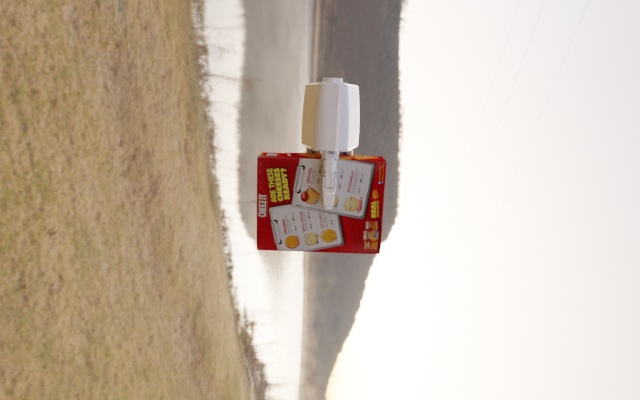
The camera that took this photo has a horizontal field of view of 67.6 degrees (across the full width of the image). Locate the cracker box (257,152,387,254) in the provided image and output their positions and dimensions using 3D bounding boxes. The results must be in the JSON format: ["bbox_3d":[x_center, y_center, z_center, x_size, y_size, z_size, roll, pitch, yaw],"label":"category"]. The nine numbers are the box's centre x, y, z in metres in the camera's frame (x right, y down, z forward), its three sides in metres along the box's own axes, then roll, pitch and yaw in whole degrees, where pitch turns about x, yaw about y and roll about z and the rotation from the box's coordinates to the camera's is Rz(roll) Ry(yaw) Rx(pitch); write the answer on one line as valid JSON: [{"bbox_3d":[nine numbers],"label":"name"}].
[{"bbox_3d":[0.000,0.003,0.826,0.214,0.164,0.072,2,12,0],"label":"cracker box"}]
